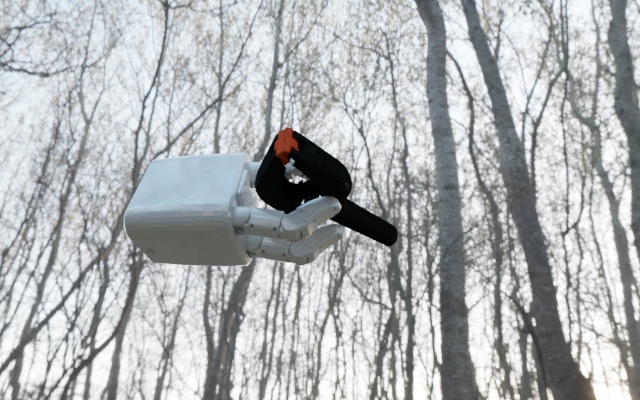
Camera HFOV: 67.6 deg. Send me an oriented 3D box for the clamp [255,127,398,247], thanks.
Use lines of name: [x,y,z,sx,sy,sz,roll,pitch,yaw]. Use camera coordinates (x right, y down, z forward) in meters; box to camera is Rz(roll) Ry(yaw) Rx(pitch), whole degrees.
clamp: [0.000,0.001,0.492,0.164,0.036,0.210,-1,-31,5]
